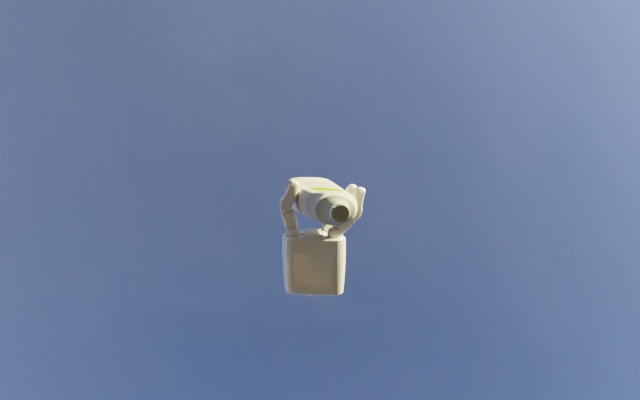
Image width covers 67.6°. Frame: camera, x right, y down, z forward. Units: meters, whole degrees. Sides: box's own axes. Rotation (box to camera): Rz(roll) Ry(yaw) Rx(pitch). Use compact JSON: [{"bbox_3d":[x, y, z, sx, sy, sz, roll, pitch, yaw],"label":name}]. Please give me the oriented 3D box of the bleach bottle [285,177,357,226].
[{"bbox_3d":[0.000,0.003,0.852,0.102,0.068,0.251,-2,8,-10],"label":"bleach bottle"}]
